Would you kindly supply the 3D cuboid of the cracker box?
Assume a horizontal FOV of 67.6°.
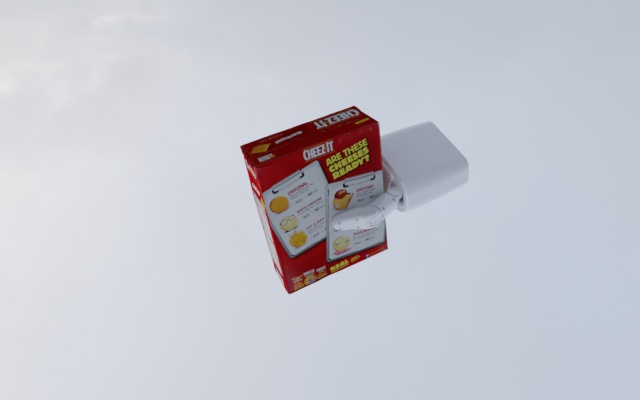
[{"bbox_3d":[0.000,0.002,0.637,0.164,0.214,0.072,-22,38,-15],"label":"cracker box"}]
